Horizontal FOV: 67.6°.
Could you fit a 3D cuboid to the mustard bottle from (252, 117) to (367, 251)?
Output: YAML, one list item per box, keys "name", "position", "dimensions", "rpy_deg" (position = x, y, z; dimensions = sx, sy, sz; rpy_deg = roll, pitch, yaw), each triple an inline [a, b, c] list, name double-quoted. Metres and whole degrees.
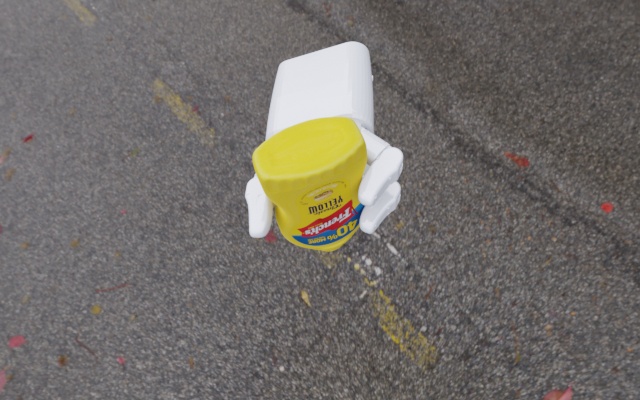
- name: "mustard bottle"
  position: [0.000, 0.002, 0.477]
  dimensions: [0.096, 0.058, 0.192]
  rpy_deg: [-22, -30, -5]
